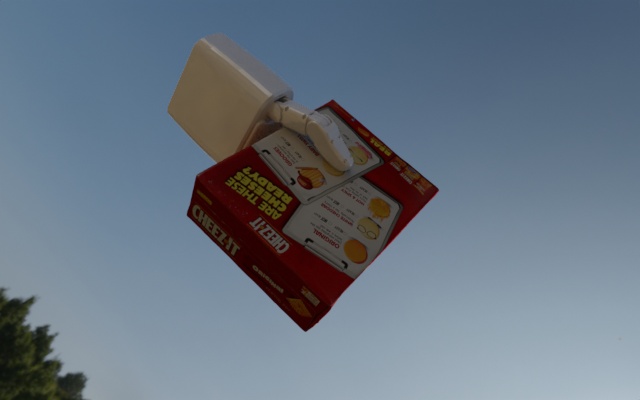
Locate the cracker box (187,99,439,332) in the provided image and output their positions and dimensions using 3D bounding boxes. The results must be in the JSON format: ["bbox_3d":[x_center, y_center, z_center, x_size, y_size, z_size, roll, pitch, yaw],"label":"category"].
[{"bbox_3d":[0.000,0.001,0.492,0.213,0.164,0.072,-39,-13,-42],"label":"cracker box"}]
